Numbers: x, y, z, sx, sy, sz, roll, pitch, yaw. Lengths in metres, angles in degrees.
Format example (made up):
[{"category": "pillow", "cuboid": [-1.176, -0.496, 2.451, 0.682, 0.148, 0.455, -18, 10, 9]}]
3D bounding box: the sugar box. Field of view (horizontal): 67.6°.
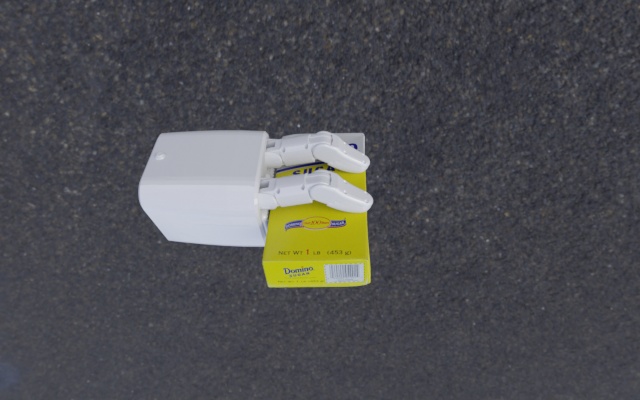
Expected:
[{"category": "sugar box", "cuboid": [0.000, 0.001, 0.472, 0.093, 0.176, 0.048, -1, -42, 3]}]
